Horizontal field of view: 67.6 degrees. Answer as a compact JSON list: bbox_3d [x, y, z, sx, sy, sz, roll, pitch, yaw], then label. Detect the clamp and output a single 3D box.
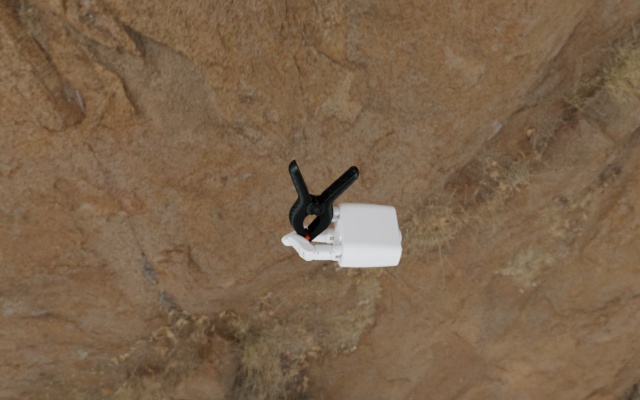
[{"bbox_3d":[0.000,0.003,0.824,0.120,0.172,0.039,1,39,-8],"label":"clamp"}]
